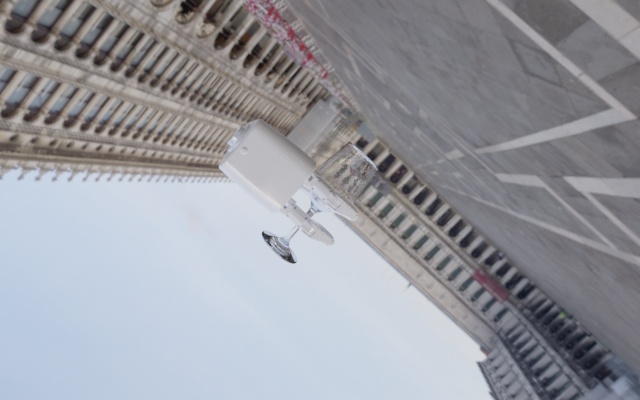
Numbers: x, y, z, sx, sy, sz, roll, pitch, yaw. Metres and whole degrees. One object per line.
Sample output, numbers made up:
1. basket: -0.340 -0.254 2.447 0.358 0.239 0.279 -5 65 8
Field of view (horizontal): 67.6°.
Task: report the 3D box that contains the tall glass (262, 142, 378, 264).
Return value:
1. tall glass: 0.000 0.003 0.747 0.079 0.201 0.079 41 10 -8
